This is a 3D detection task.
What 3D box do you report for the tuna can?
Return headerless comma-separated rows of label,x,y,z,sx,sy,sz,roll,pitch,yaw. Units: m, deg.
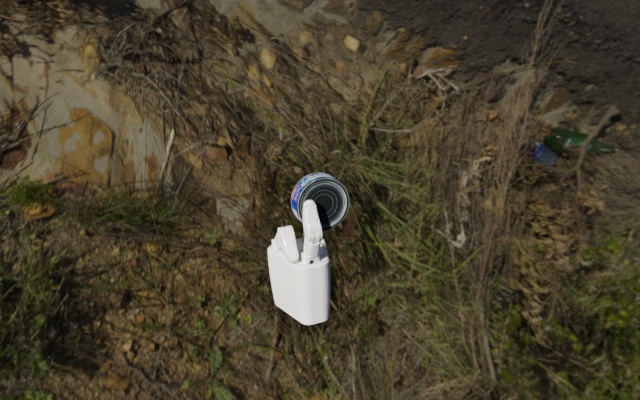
tuna can,0.000,0.002,0.725,0.086,0.086,0.033,0,15,-19
